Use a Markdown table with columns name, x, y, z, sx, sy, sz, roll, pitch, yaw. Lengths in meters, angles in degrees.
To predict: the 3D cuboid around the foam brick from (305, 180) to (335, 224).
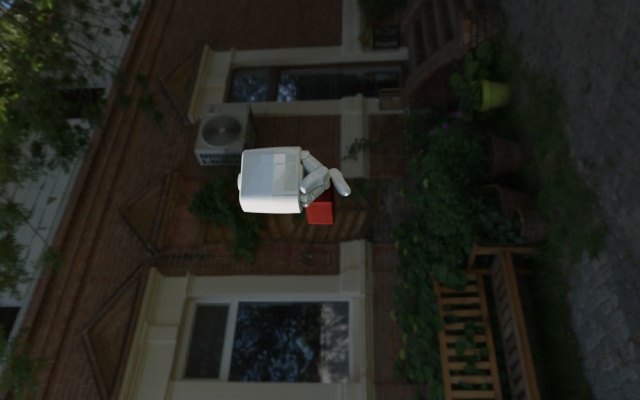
| name | x | y | z | sx | sy | sz | roll | pitch | yaw |
| --- | --- | --- | --- | --- | --- | --- | --- | --- | --- |
| foam brick | 0.000 | 0.003 | 0.900 | 0.051 | 0.053 | 0.078 | -1 | -35 | 5 |
